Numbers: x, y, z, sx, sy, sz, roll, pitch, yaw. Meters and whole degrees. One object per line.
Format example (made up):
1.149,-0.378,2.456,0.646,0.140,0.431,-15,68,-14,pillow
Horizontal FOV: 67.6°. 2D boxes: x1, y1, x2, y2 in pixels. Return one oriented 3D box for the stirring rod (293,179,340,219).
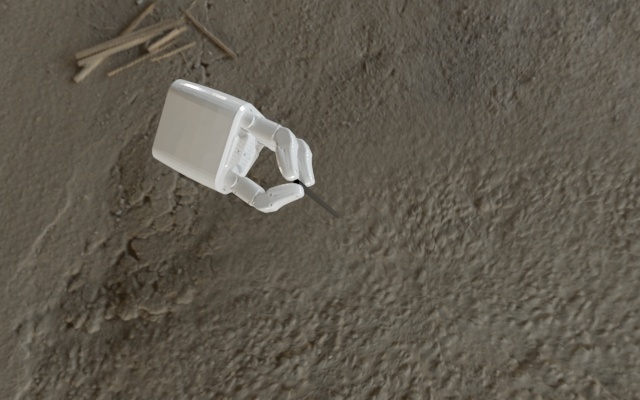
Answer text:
0.000,0.002,0.674,0.011,0.011,0.239,0,-12,14,stirring rod
